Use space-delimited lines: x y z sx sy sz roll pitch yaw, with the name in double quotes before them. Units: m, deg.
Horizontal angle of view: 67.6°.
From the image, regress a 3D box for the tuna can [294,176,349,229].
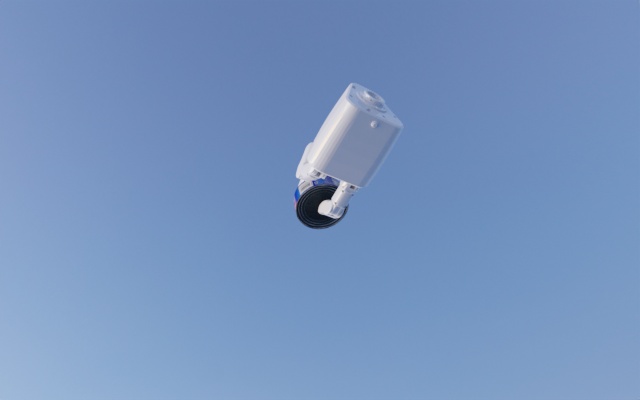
"tuna can" 0.000 0.002 0.769 0.086 0.086 0.033 0 34 -13
